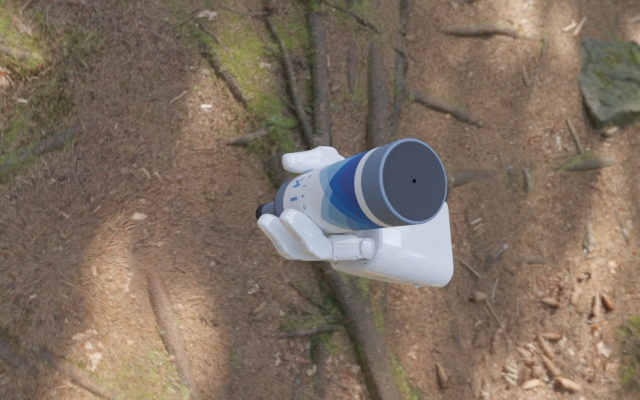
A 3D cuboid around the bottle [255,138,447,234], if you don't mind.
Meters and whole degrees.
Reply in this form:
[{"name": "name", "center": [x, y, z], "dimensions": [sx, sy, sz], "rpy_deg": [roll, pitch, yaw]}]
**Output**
[{"name": "bottle", "center": [0.000, 0.002, 0.489], "dimensions": [0.069, 0.069, 0.296], "rpy_deg": [0, -6, -29]}]
